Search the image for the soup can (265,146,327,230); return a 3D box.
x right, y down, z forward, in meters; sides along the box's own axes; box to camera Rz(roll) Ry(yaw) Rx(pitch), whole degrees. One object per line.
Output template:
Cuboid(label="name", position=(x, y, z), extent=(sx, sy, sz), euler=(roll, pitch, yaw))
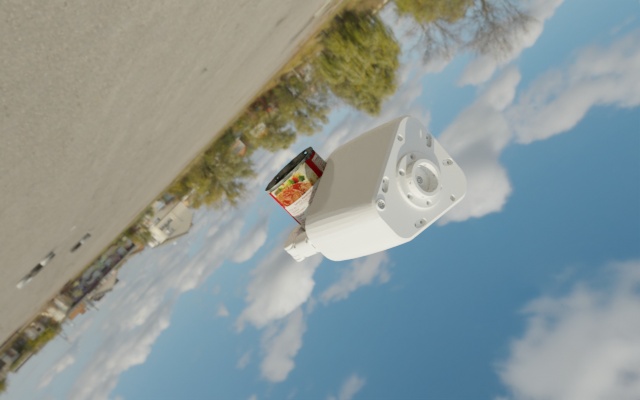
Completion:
Cuboid(label="soup can", position=(0.000, 0.002, 0.515), extent=(0.102, 0.068, 0.068), euler=(46, -13, -13))
